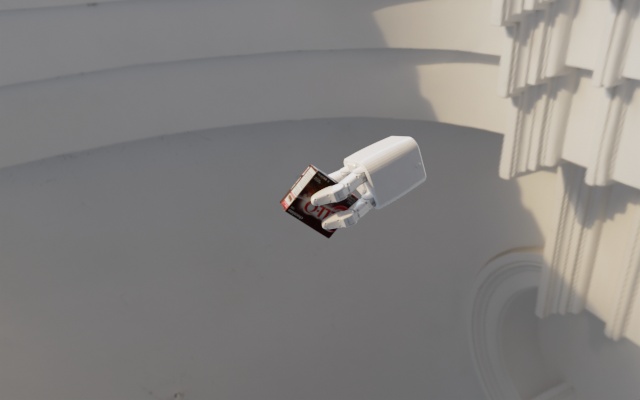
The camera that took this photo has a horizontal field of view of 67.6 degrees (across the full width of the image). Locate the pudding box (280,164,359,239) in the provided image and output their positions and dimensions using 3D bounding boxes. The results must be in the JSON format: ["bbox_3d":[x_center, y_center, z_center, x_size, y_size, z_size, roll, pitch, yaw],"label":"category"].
[{"bbox_3d":[0.000,0.003,0.828,0.113,0.090,0.039,34,9,-32],"label":"pudding box"}]
